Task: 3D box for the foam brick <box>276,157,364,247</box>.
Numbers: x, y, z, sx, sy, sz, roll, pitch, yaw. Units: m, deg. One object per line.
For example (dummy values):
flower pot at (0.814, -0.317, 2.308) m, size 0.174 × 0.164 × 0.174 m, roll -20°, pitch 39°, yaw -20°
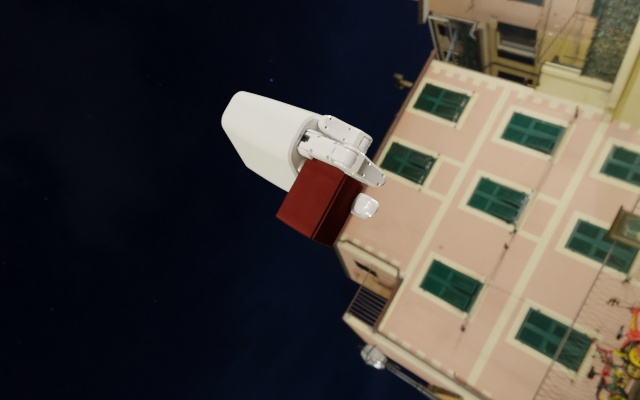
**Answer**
foam brick at (0.000, 0.002, 0.505) m, size 0.051 × 0.078 × 0.053 m, roll 27°, pitch -4°, yaw 28°
